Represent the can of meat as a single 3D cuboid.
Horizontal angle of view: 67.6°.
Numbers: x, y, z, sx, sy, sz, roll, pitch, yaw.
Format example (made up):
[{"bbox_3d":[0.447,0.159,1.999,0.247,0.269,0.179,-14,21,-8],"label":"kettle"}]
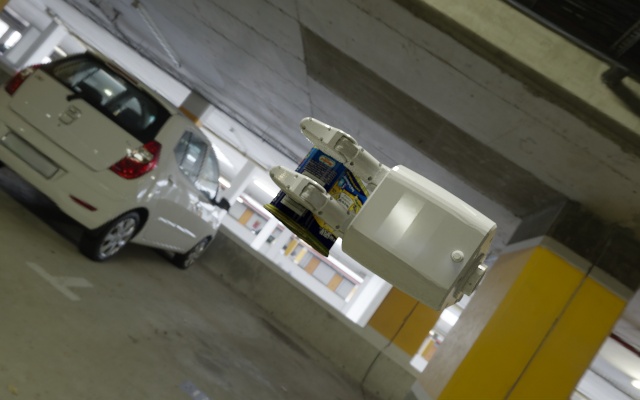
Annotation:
[{"bbox_3d":[0.000,0.001,0.497,0.057,0.084,0.102,33,-8,29],"label":"can of meat"}]
